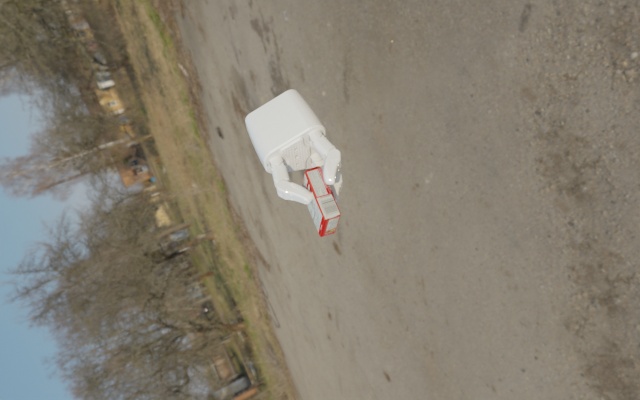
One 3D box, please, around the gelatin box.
[{"bbox_3d":[0.000,0.003,0.745,0.030,0.089,0.073,-17,-22,-14],"label":"gelatin box"}]
